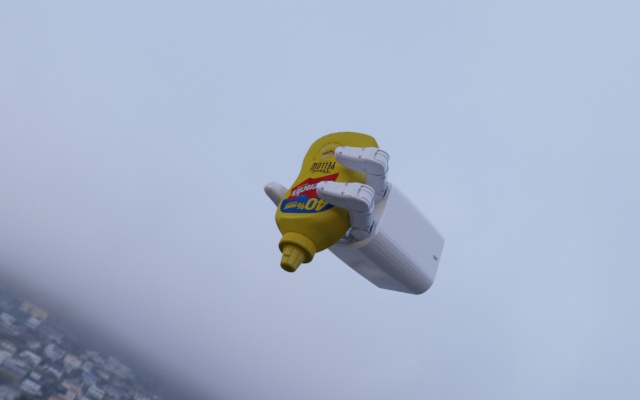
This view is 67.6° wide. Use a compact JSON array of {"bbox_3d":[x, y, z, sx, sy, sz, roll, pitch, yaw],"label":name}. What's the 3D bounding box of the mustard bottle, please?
[{"bbox_3d":[0.000,0.001,0.555,0.096,0.191,0.058,0,-43,32],"label":"mustard bottle"}]
